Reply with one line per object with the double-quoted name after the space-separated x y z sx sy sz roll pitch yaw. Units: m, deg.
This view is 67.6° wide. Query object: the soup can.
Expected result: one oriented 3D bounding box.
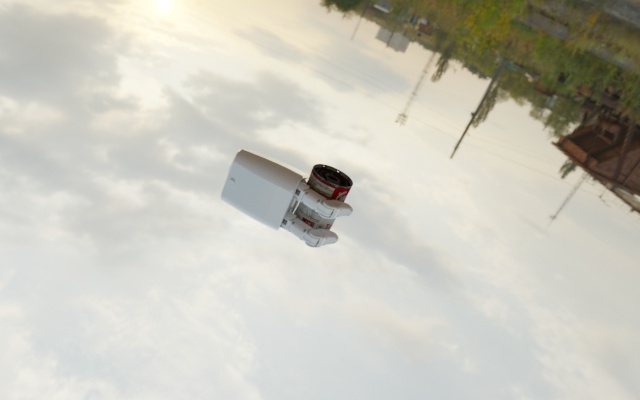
0.000 0.003 0.759 0.068 0.102 0.068 21 24 -10 "soup can"
